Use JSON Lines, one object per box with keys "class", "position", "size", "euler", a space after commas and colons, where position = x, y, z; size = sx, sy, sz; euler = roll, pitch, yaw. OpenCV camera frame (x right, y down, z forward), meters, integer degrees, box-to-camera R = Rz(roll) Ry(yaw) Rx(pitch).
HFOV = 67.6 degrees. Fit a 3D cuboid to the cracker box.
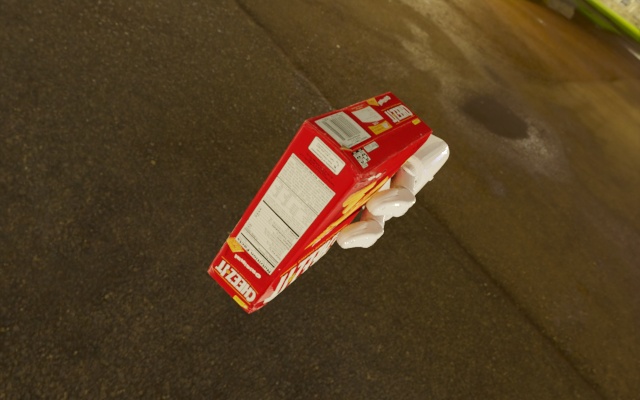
{"class": "cracker box", "position": [0.000, 0.001, 0.486], "size": [0.164, 0.072, 0.214], "euler": [-32, -16, -53]}
